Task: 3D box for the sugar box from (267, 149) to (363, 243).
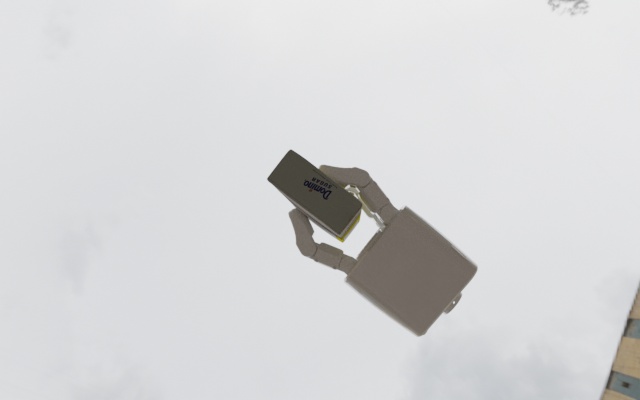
[{"bbox_3d":[0.001,0.001,0.544,0.093,0.048,0.176,37,-6,7],"label":"sugar box"}]
